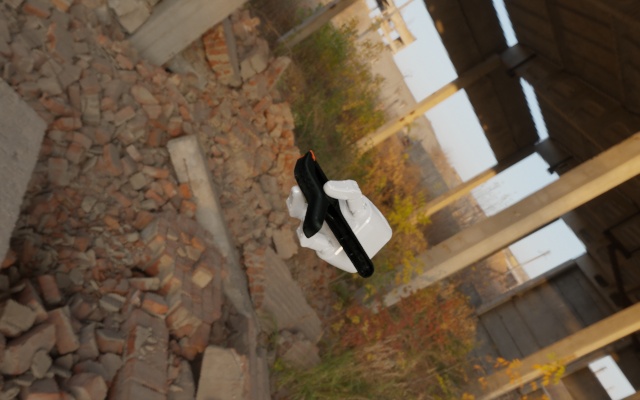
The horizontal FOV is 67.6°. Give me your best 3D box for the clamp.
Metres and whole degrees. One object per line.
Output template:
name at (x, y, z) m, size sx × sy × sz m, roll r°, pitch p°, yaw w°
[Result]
clamp at (0.001, 0.001, 0.683) m, size 0.036 × 0.209 × 0.165 m, roll -33°, pitch -34°, yaw 14°
